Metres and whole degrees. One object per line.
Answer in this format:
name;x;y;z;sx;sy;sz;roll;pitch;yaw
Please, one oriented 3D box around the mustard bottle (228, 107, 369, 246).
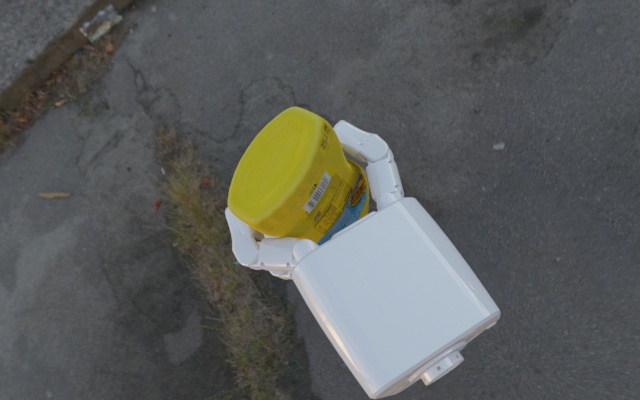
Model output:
mustard bottle;0.000;0.001;0.426;0.058;0.096;0.192;28;-6;28
